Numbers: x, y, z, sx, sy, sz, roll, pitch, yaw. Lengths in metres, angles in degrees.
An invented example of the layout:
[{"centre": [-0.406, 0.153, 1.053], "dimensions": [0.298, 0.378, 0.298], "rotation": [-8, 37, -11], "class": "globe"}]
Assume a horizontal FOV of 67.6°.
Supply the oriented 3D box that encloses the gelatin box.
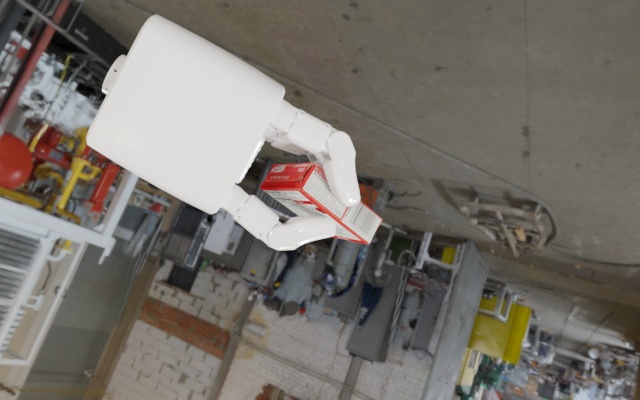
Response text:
[{"centre": [0.000, 0.002, 0.426], "dimensions": [0.089, 0.030, 0.073], "rotation": [38, -17, -27], "class": "gelatin box"}]
